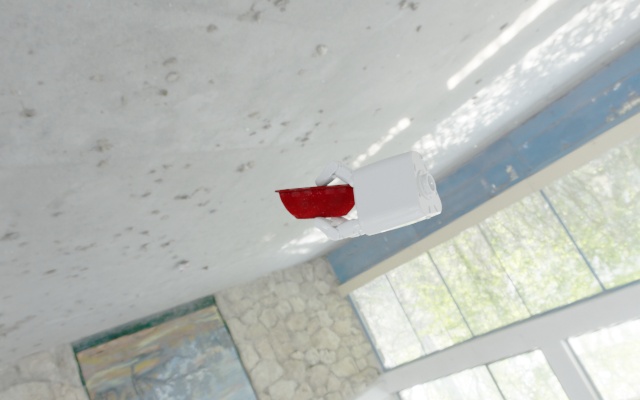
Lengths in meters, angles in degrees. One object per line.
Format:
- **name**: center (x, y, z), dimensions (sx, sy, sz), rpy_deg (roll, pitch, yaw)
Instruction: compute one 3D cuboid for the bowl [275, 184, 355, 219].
- **bowl**: center (-0.001, 0.003, 0.857), dimensions (0.162, 0.055, 0.162), rpy_deg (-4, 0, 0)
